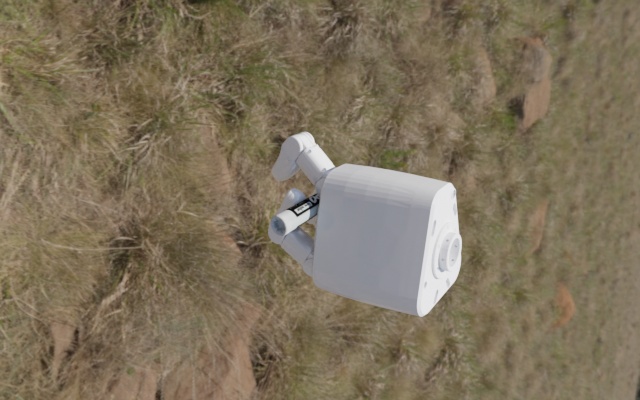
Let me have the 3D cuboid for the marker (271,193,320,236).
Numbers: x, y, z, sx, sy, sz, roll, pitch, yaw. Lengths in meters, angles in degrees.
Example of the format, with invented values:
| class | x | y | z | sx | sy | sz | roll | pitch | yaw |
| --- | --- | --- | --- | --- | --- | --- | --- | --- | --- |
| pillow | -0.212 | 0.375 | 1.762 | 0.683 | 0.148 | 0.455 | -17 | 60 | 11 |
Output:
| class | x | y | z | sx | sy | sz | roll | pitch | yaw |
| --- | --- | --- | --- | --- | --- | --- | --- | --- | --- |
| marker | 0.000 | 0.001 | 0.446 | 0.020 | 0.020 | 0.121 | 0 | 19 | 39 |
